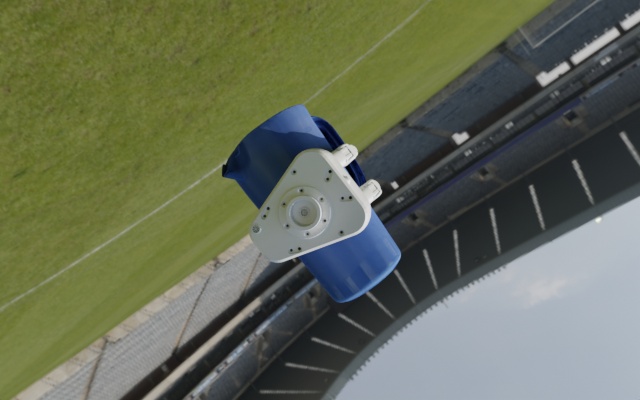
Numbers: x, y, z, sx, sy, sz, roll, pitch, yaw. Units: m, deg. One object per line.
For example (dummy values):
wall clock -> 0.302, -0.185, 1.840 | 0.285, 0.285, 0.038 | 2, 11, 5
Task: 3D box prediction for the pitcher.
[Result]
pitcher -> 0.000, 0.002, 0.629 | 0.149, 0.243, 0.145 | -37, -1, 4
